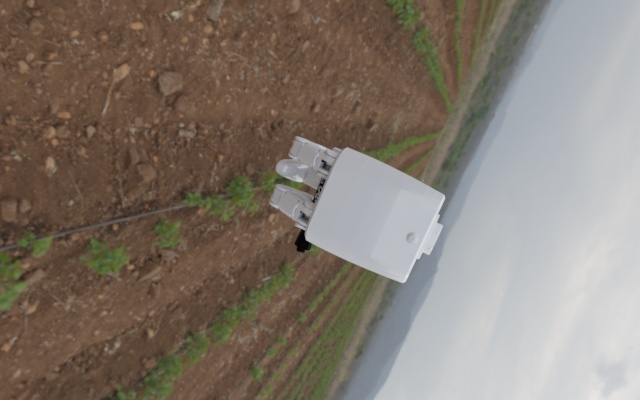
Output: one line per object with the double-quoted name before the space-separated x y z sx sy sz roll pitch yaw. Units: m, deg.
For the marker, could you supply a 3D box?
"marker" 0.000 0.002 0.519 0.020 0.121 0.020 22 11 -4
